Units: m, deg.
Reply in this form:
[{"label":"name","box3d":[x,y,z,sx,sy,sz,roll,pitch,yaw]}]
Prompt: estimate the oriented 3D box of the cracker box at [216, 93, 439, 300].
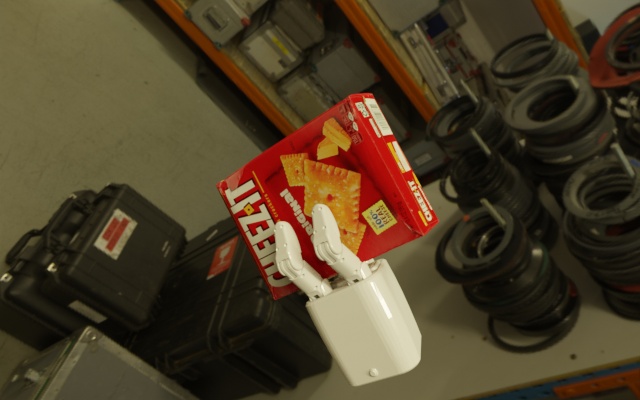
[{"label":"cracker box","box3d":[0.000,0.002,0.553,0.214,0.164,0.072,-29,-3,30]}]
